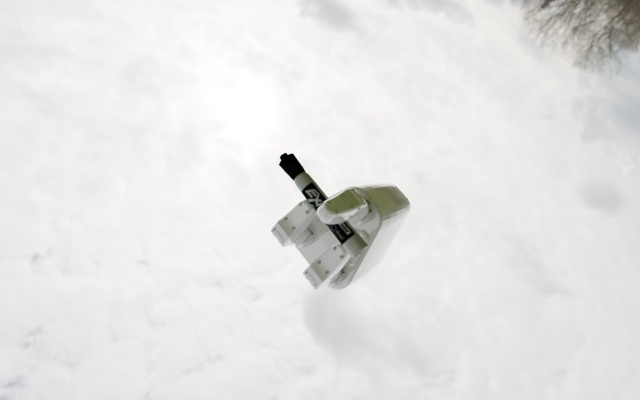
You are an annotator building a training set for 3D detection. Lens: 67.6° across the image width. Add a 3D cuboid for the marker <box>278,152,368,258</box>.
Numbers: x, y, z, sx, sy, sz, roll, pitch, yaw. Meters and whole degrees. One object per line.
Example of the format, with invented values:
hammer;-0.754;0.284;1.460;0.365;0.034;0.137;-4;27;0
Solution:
marker;0.000;0.002;0.450;0.020;0.121;0.020;-36;-15;-11
